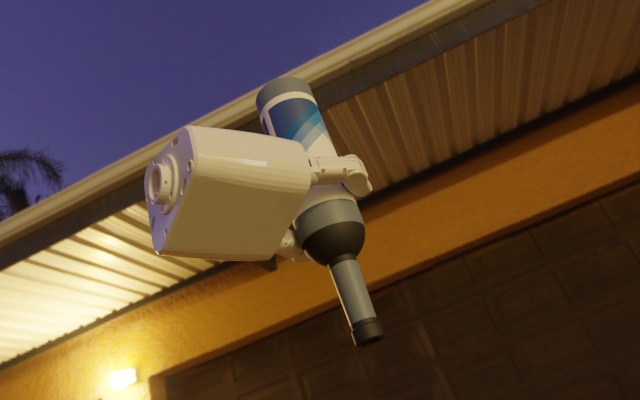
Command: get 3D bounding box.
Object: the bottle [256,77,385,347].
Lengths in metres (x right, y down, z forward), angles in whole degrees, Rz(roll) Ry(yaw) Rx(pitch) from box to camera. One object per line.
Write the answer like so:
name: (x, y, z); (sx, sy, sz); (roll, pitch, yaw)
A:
bottle: (0.000, 0.001, 0.486); (0.069, 0.295, 0.069); (-15, -29, -9)
